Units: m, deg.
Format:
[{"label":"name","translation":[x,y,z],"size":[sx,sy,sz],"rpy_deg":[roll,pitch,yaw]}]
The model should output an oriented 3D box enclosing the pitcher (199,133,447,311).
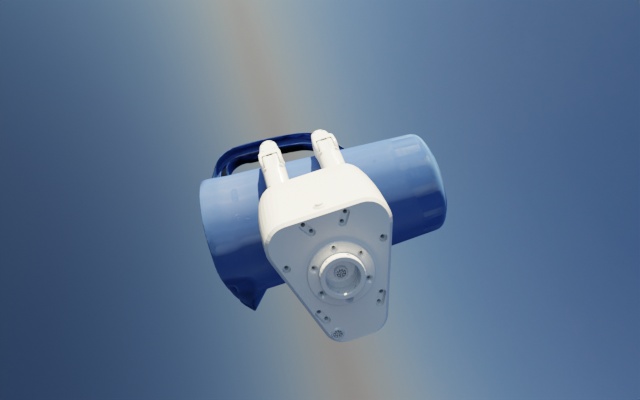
[{"label":"pitcher","translation":[0.000,0.002,0.518],"size":[0.243,0.149,0.145],"rpy_deg":[-16,17,-2]}]
